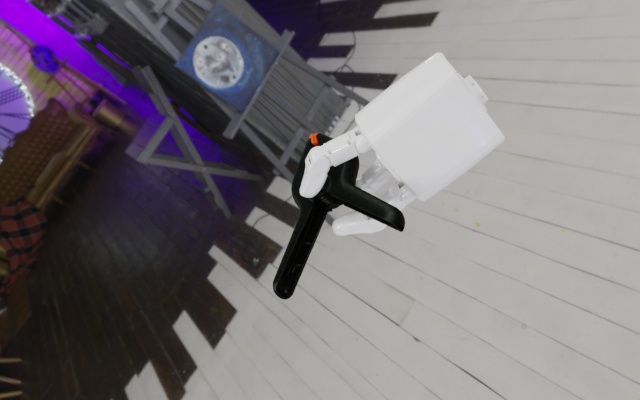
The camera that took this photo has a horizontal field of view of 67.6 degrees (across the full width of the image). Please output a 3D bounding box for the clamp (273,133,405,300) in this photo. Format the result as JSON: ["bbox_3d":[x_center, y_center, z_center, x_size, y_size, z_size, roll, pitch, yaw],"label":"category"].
[{"bbox_3d":[0.000,0.001,0.541,0.164,0.209,0.036,-38,-52,19],"label":"clamp"}]
